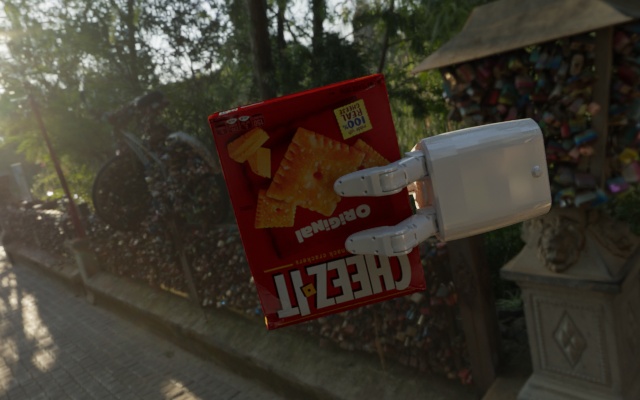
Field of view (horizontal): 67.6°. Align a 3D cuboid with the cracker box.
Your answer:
[{"bbox_3d":[0.000,0.001,0.467,0.164,0.214,0.072,-14,12,-2],"label":"cracker box"}]
